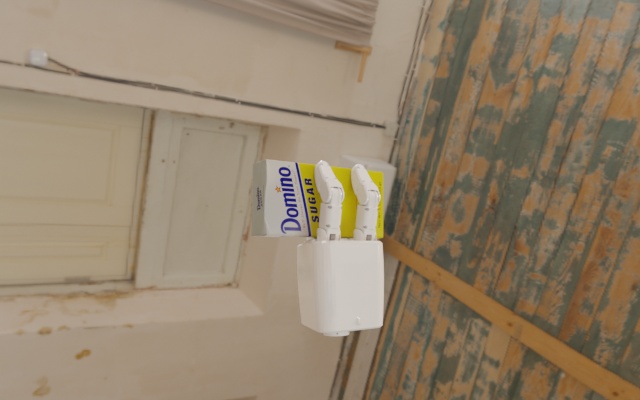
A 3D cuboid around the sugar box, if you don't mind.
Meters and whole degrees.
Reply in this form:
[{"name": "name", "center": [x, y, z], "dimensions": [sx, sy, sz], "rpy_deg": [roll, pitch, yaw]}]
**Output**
[{"name": "sugar box", "center": [0.000, 0.002, 0.616], "dimensions": [0.176, 0.093, 0.048], "rpy_deg": [3, -6, -33]}]
